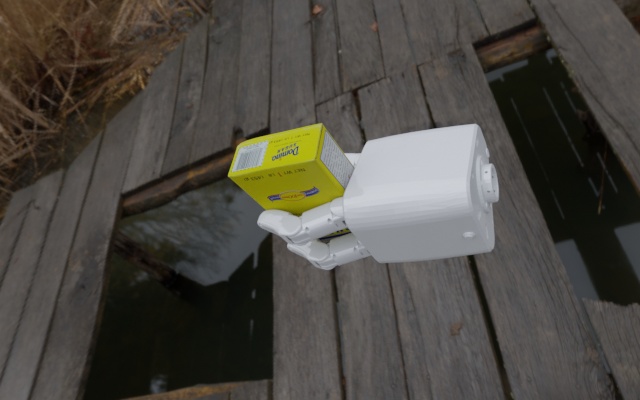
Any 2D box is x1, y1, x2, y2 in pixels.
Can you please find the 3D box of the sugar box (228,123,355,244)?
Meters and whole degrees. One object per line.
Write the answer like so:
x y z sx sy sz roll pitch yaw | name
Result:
0.000 0.002 0.471 0.093 0.048 0.176 -8 -36 29 | sugar box
